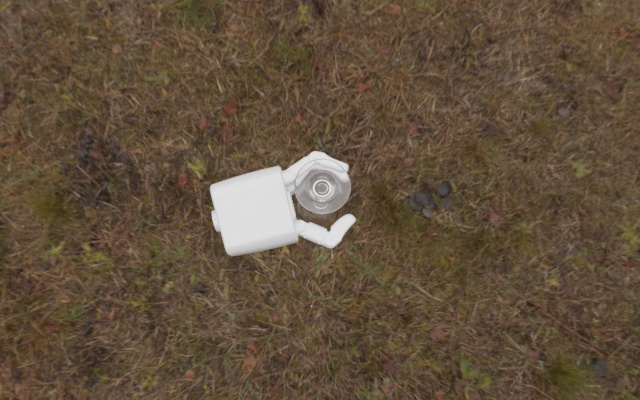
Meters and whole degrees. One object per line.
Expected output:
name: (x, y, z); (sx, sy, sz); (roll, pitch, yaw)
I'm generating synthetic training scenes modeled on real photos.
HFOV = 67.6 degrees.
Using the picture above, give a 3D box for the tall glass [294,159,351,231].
tall glass: (0.000, 0.002, 0.720); (0.079, 0.079, 0.201); (0, -12, -1)
